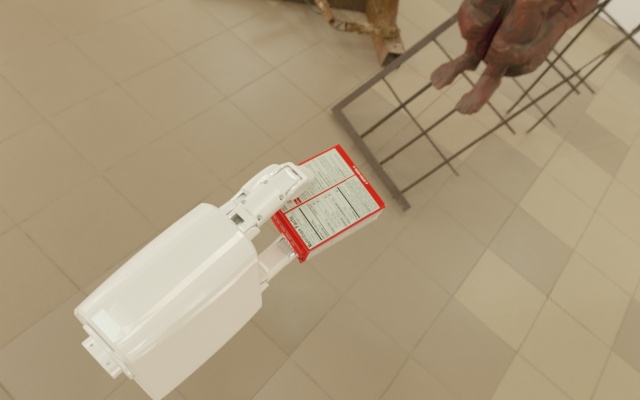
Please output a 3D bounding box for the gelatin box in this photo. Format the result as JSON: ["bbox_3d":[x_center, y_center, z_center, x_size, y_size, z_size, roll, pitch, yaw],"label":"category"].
[{"bbox_3d":[0.000,0.001,0.415,0.089,0.073,0.030,-29,-17,-24],"label":"gelatin box"}]
